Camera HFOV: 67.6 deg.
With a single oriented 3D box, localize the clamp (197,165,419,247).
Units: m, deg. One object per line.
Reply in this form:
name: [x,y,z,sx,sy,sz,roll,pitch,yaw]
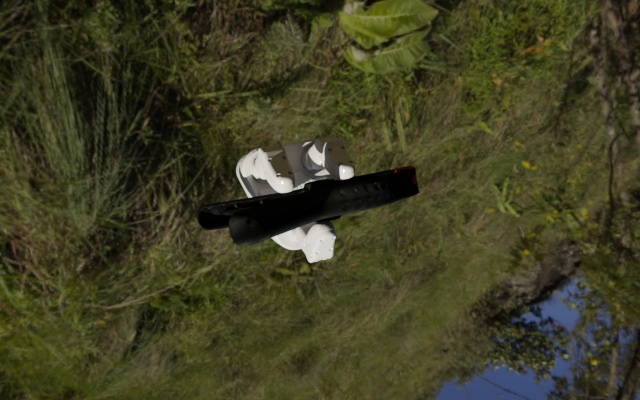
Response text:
clamp: [0.001,0.002,0.419,0.210,0.036,0.164,-12,7,-15]
